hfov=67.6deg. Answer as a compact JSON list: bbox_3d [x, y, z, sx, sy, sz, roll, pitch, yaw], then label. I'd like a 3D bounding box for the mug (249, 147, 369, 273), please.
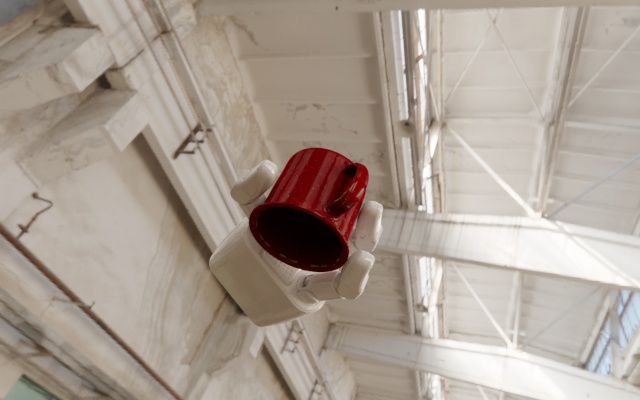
[{"bbox_3d":[0.001,0.001,0.429,0.093,0.081,0.117,38,-40,-16],"label":"mug"}]
